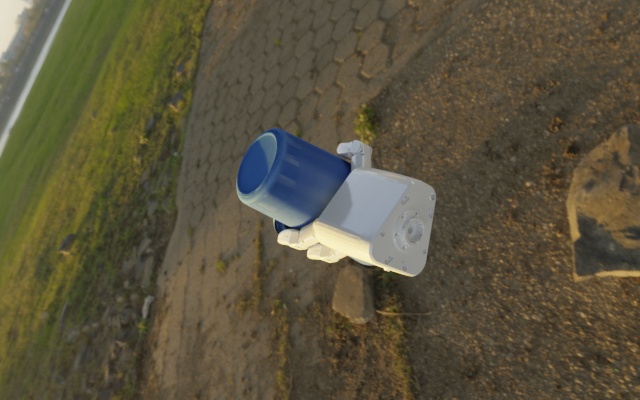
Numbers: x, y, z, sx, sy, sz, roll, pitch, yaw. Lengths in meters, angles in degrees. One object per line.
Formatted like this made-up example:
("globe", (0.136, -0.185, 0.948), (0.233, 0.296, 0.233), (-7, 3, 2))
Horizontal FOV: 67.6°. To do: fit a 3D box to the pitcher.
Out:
("pitcher", (0.000, 0.002, 0.684), (0.243, 0.149, 0.145), (26, -5, -35))
